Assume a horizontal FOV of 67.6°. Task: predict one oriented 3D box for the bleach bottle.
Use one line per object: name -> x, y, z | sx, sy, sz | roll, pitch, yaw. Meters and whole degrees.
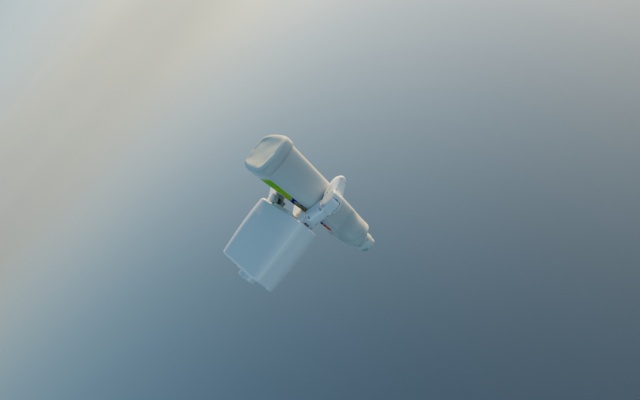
bleach bottle -> 0.000, 0.002, 0.746 | 0.251, 0.068, 0.102 | 42, -10, -27
